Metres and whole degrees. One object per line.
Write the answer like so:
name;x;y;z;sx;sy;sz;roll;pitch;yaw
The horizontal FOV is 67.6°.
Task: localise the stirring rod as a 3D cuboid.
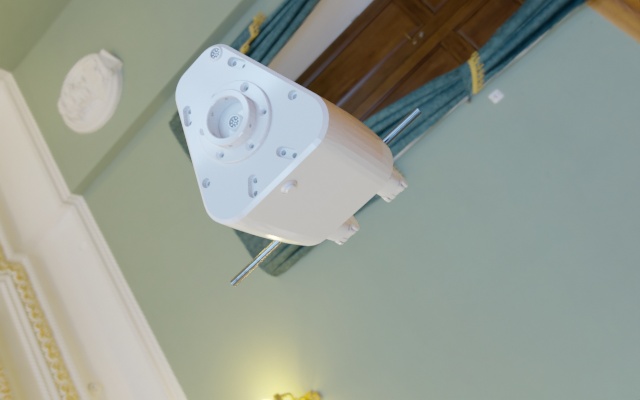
stirring rod;0.000;0.001;0.443;0.239;0.011;0.011;-43;-12;13
